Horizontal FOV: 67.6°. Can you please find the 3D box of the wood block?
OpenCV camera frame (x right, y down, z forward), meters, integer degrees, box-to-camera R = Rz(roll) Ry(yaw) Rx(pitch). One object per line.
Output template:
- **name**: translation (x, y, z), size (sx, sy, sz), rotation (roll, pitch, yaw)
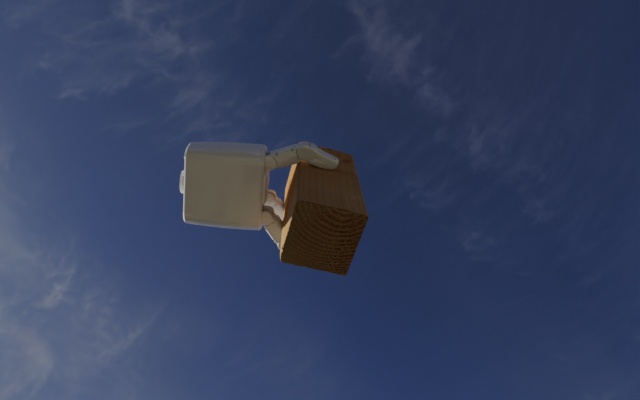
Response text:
- **wood block**: translation (0.000, 0.002, 0.665), size (0.090, 0.091, 0.206), rotation (14, 25, -9)
